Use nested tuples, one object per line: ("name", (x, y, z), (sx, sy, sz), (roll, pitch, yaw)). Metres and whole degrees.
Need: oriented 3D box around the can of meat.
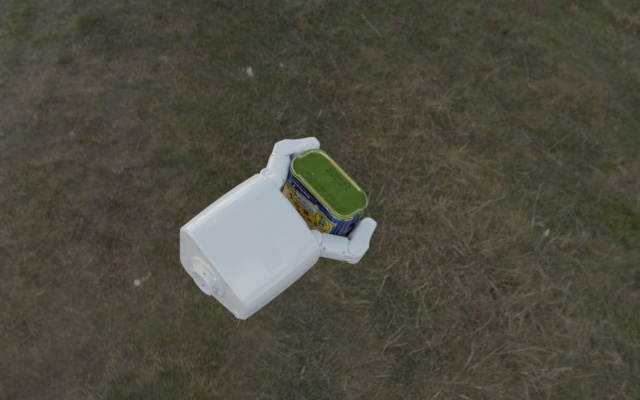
("can of meat", (0.000, 0.002, 0.560), (0.057, 0.102, 0.084), (-35, -17, -32))
